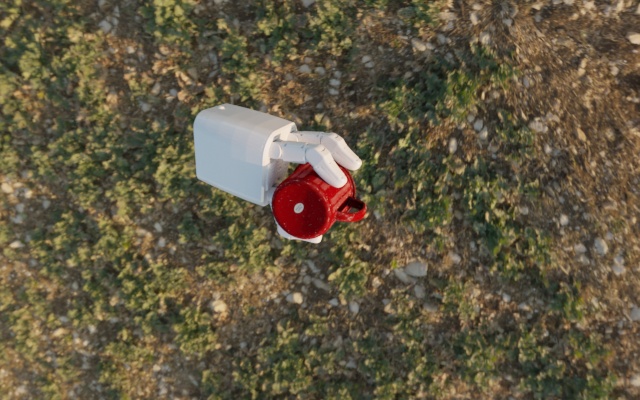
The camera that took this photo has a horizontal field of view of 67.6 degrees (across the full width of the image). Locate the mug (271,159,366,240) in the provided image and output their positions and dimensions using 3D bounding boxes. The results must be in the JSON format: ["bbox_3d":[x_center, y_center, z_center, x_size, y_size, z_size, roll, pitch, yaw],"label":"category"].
[{"bbox_3d":[0.001,0.003,0.607,0.117,0.093,0.081,19,27,14],"label":"mug"}]
